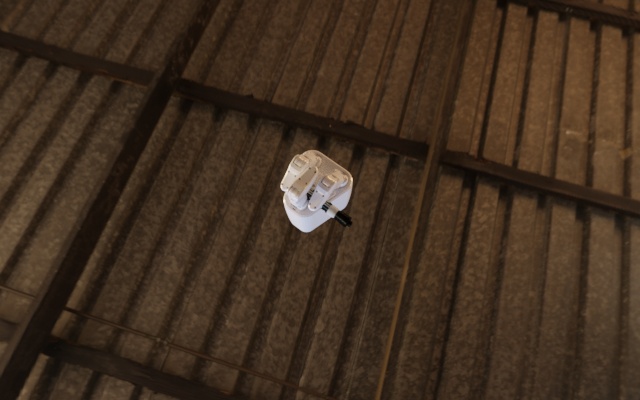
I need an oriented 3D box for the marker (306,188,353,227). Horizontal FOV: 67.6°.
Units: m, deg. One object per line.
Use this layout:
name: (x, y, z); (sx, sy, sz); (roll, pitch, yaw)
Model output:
marker: (0.000, 0.002, 0.751); (0.121, 0.020, 0.020); (36, 9, 12)
